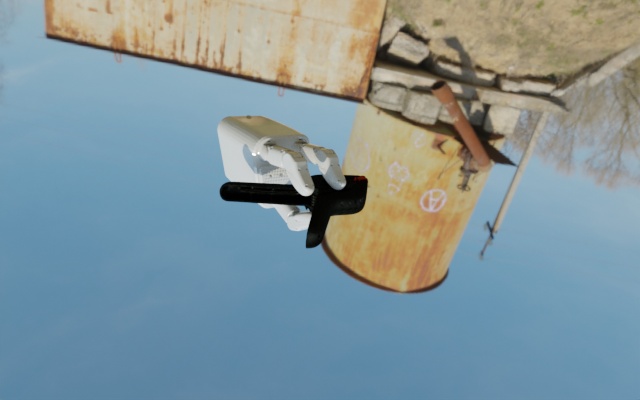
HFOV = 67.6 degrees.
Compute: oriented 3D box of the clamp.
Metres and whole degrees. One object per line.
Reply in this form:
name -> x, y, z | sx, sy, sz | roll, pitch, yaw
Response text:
clamp -> 0.000, 0.003, 0.618 | 0.210, 0.036, 0.164 | -11, 31, -40
